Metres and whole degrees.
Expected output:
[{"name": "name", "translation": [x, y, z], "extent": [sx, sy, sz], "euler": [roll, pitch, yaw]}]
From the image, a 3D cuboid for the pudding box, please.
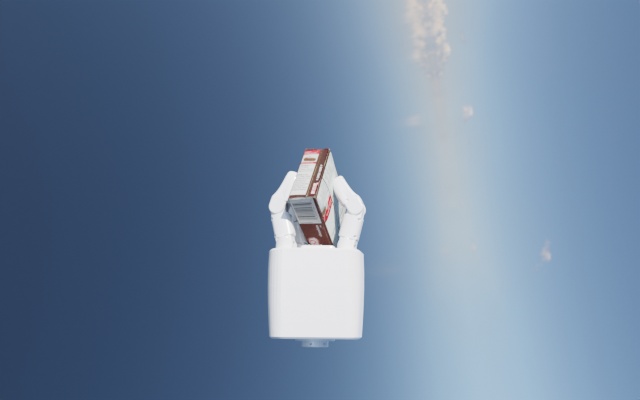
[{"name": "pudding box", "translation": [0.000, 0.002, 0.626], "extent": [0.039, 0.090, 0.114], "euler": [0, -43, 17]}]
